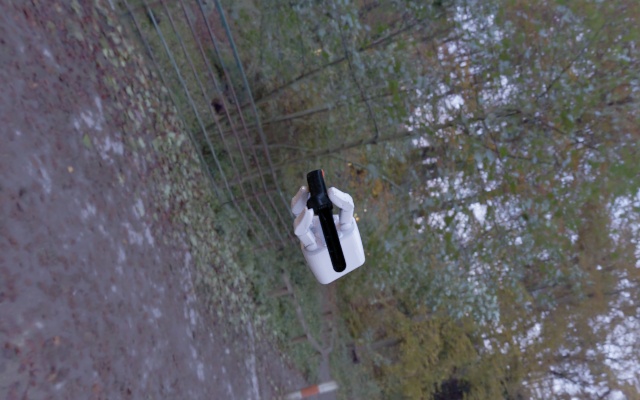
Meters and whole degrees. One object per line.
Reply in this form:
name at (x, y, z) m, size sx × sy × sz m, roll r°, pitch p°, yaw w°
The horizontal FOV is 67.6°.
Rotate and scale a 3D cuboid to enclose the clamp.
clamp at (0.001, 0.002, 0.849) m, size 0.036 × 0.209 × 0.165 m, roll -17°, pitch -46°, yaw 5°
